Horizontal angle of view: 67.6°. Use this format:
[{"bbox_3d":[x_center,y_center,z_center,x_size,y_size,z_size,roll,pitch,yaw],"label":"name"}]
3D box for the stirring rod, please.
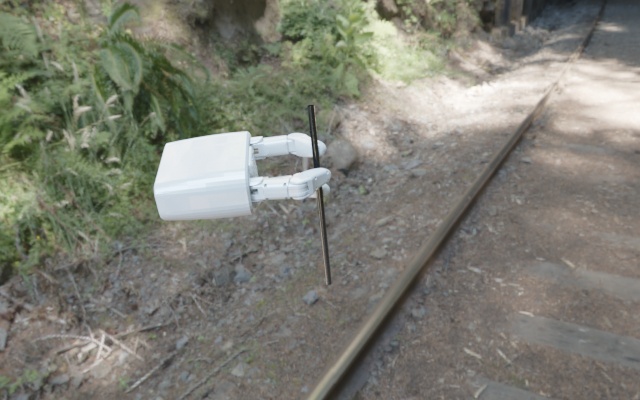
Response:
[{"bbox_3d":[0.000,0.002,0.589,0.011,0.240,0.011,-5,24,2],"label":"stirring rod"}]
